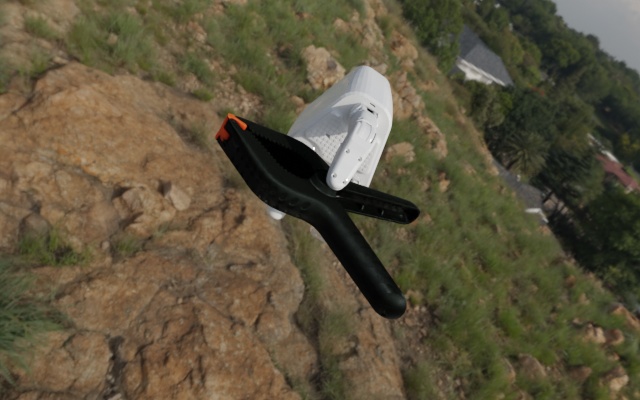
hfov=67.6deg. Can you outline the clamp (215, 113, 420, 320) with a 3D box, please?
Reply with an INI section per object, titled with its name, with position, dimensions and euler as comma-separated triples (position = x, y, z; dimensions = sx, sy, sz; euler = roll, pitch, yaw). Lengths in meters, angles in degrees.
[clamp]
position = 0.000, 0.000, 0.408
dimensions = 0.210, 0.036, 0.164
euler = 32, 30, -10
